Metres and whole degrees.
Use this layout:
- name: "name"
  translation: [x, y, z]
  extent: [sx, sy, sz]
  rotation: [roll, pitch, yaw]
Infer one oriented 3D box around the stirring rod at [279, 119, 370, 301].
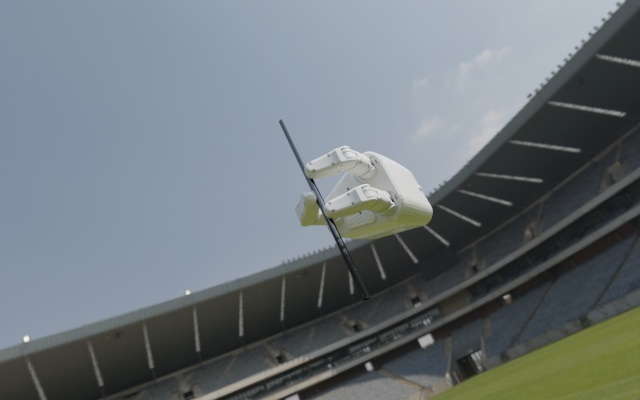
- name: "stirring rod"
  translation: [0.000, 0.002, 0.537]
  extent: [0.011, 0.239, 0.011]
  rotation: [-21, -24, -10]
